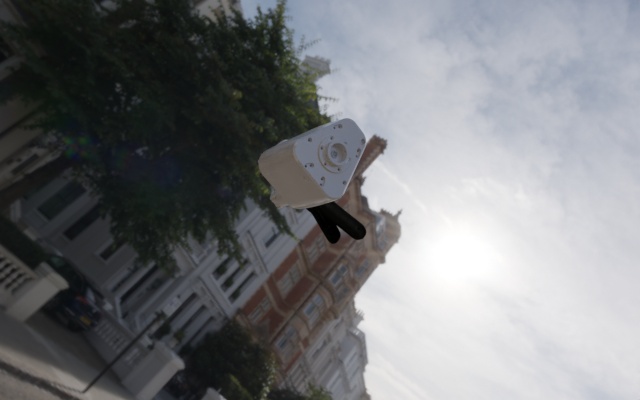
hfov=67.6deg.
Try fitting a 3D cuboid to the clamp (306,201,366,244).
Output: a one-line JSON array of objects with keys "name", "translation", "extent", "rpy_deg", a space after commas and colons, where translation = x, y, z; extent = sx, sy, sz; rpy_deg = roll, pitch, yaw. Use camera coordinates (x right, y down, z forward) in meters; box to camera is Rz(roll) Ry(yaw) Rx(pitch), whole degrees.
[{"name": "clamp", "translation": [0.000, 0.002, 0.737], "extent": [0.039, 0.171, 0.120], "rpy_deg": [-47, 18, -25]}]
